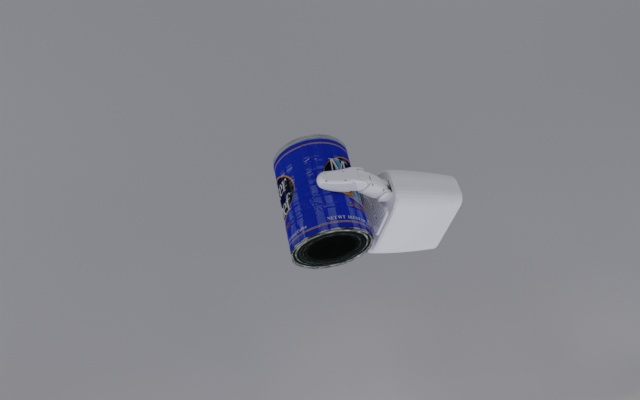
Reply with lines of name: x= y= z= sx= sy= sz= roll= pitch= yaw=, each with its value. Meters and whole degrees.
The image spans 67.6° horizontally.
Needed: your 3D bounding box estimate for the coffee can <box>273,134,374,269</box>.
coffee can: x=0.000 y=0.002 z=0.609 sx=0.103 sy=0.140 sz=0.103 roll=-10 pitch=-31 yaw=-6
